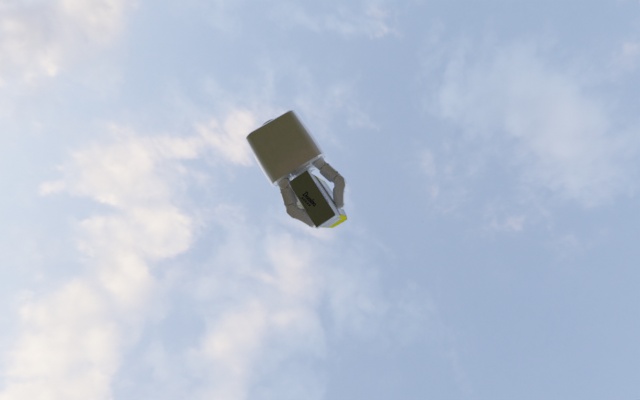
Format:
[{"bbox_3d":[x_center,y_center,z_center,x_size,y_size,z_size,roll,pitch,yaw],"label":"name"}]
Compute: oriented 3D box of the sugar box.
[{"bbox_3d":[0.000,0.003,0.872,0.048,0.093,0.176,-34,-9,9],"label":"sugar box"}]
